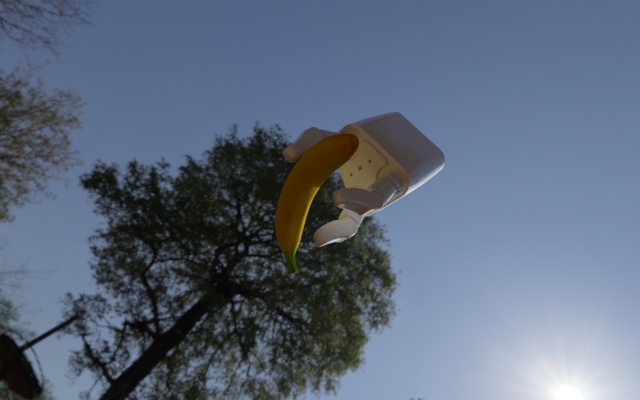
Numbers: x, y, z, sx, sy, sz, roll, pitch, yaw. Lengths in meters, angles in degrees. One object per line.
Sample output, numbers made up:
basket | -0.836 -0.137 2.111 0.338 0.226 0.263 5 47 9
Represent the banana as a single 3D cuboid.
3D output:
banana | -0.013 -0.007 0.536 0.037 0.198 0.069 -19 53 -43
